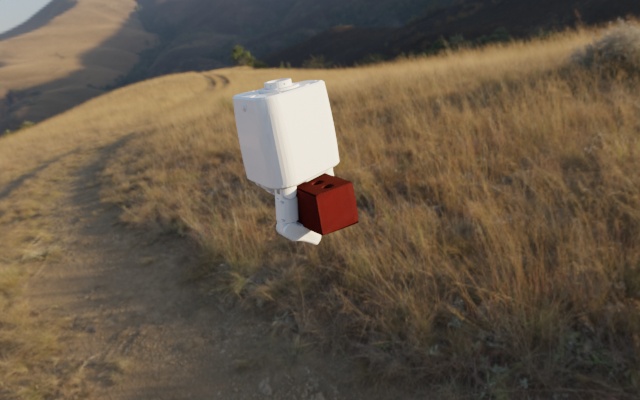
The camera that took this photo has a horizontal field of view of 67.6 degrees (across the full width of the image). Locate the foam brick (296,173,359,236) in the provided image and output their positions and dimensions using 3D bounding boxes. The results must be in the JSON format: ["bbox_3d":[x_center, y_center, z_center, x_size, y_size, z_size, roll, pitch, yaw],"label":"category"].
[{"bbox_3d":[0.000,0.002,0.572,0.053,0.051,0.078,-19,22,-28],"label":"foam brick"}]
